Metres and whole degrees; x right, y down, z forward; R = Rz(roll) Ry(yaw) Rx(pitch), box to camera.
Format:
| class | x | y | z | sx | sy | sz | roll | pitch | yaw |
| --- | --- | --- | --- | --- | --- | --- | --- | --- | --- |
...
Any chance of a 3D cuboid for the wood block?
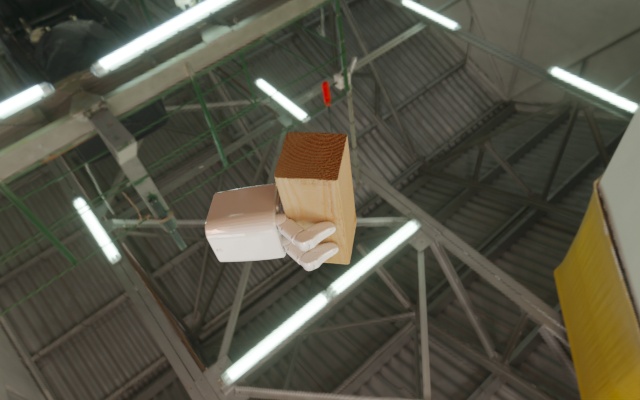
| class | x | y | z | sx | sy | sz | roll | pitch | yaw |
| --- | --- | --- | --- | --- | --- | --- | --- | --- | --- |
| wood block | 0.000 | 0.002 | 0.730 | 0.090 | 0.090 | 0.206 | 3 | -38 | 11 |
